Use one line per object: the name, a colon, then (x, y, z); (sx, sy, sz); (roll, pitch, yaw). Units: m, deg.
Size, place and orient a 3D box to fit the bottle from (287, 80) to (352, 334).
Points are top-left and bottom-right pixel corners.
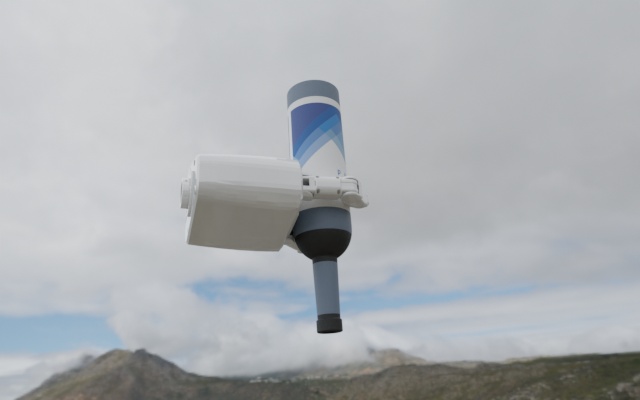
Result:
bottle: (0.000, 0.002, 0.554); (0.069, 0.295, 0.069); (-4, -22, -1)
